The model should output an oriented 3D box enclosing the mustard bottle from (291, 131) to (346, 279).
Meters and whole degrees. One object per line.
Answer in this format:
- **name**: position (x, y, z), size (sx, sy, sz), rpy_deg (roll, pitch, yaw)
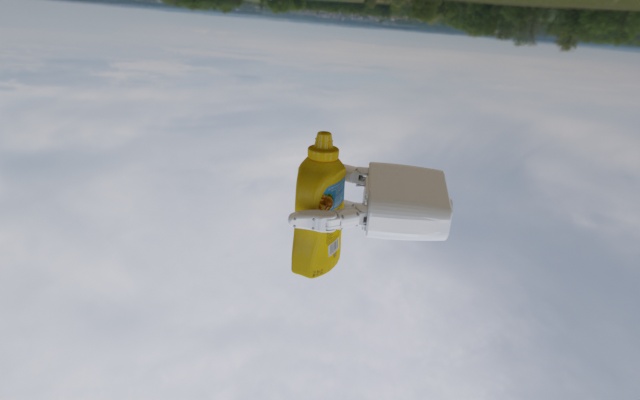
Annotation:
- **mustard bottle**: position (0.000, 0.002, 0.642), size (0.058, 0.192, 0.096), rpy_deg (15, 25, 25)
